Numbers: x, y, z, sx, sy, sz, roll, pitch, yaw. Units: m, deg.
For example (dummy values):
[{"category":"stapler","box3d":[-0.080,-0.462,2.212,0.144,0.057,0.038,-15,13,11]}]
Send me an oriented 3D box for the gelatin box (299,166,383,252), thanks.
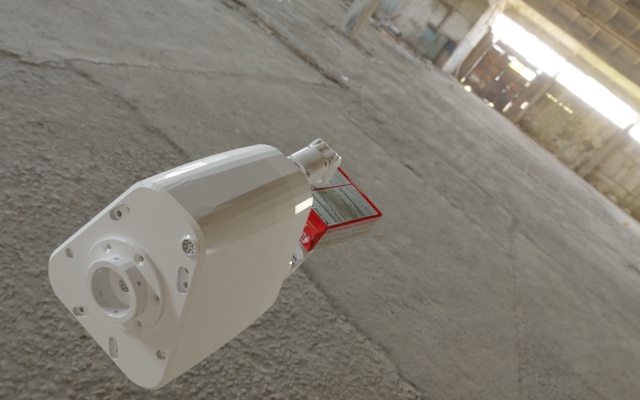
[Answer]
[{"category":"gelatin box","box3d":[0.001,0.001,0.401,0.073,0.030,0.089,48,31,21]}]
